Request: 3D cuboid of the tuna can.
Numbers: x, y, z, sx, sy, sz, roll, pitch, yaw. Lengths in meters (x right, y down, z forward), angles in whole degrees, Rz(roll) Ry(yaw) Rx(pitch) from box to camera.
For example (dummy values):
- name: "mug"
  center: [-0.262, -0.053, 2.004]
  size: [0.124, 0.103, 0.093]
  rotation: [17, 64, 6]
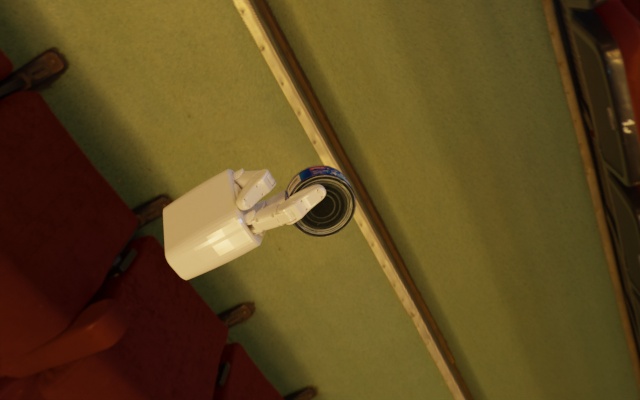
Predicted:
- name: "tuna can"
  center: [0.000, 0.002, 0.588]
  size: [0.086, 0.086, 0.033]
  rotation: [0, 24, -10]
